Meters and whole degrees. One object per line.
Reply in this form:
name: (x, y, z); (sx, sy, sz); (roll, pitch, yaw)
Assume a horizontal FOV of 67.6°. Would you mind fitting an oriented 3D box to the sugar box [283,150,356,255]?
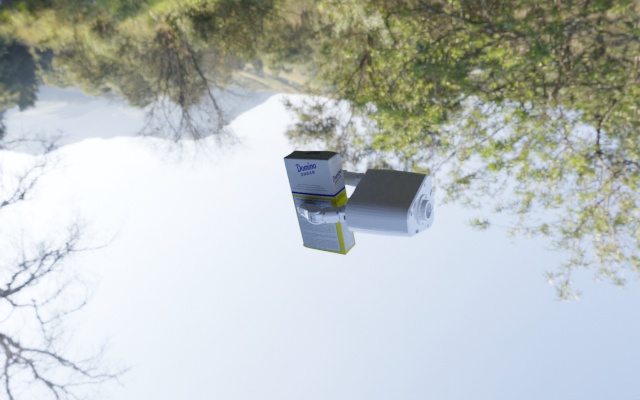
sugar box: (0.001, 0.003, 0.815); (0.093, 0.176, 0.048); (7, 27, 33)
